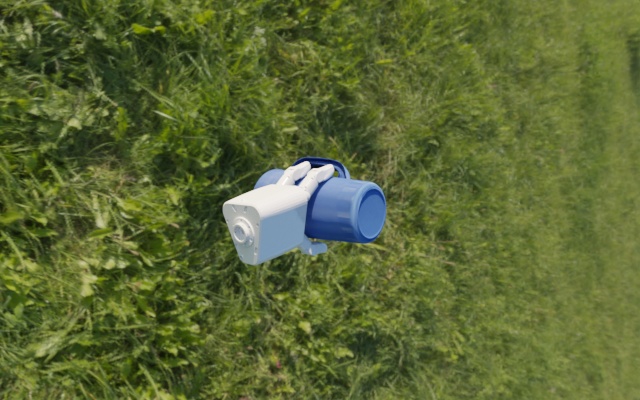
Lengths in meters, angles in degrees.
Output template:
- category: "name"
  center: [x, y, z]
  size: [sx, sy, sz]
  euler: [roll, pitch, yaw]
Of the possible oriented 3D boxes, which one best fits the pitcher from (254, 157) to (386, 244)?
- category: "pitcher"
  center: [0.000, 0.003, 0.898]
  size: [0.243, 0.149, 0.145]
  euler: [6, 17, 39]
